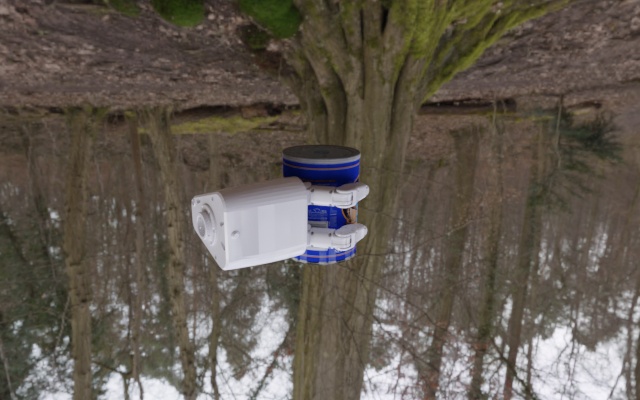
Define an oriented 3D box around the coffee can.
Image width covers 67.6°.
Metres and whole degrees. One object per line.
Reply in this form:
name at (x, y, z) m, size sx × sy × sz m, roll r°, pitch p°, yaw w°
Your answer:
coffee can at (0.000, 0.002, 0.644) m, size 0.103 × 0.140 × 0.102 m, roll 1°, pitch 16°, yaw 0°
